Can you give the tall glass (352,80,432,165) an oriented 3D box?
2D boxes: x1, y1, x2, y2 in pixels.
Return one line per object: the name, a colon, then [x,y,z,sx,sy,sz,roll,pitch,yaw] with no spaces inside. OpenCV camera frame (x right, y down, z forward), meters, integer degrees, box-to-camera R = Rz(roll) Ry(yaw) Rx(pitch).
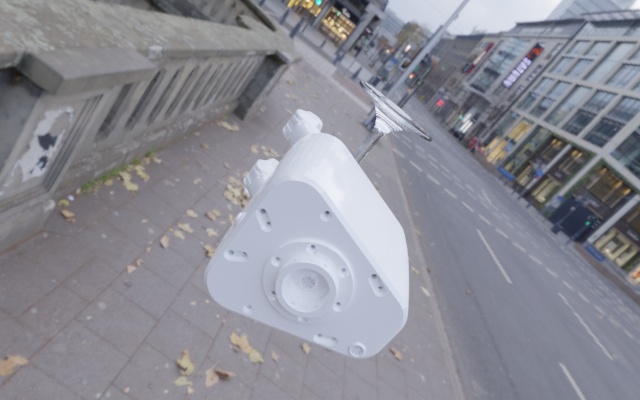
tall glass: [0.001,0.001,0.409,0.079,0.201,0.079,35,19,-14]
